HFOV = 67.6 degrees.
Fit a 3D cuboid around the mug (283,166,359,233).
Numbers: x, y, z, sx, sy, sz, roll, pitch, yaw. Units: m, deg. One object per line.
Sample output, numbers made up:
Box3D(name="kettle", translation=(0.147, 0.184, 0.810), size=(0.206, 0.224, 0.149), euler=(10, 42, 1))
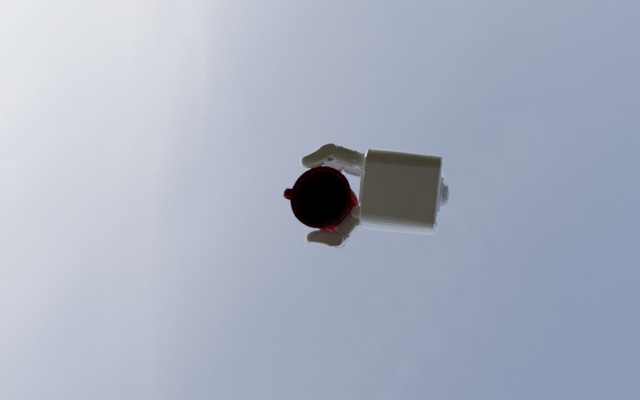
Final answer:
Box3D(name="mug", translation=(-0.001, 0.002, 0.729), size=(0.117, 0.093, 0.081), euler=(8, -11, 20))
